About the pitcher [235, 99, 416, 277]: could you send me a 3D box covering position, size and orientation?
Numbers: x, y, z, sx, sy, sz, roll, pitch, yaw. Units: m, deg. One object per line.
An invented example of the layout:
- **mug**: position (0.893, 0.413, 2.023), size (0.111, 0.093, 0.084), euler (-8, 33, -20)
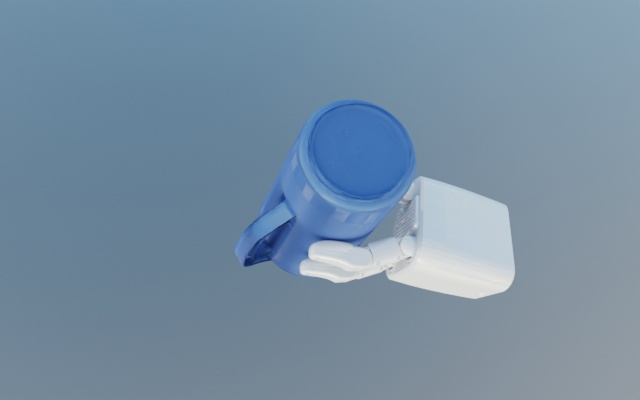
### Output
- **pitcher**: position (0.000, 0.002, 0.513), size (0.145, 0.149, 0.243), euler (18, -22, -6)
